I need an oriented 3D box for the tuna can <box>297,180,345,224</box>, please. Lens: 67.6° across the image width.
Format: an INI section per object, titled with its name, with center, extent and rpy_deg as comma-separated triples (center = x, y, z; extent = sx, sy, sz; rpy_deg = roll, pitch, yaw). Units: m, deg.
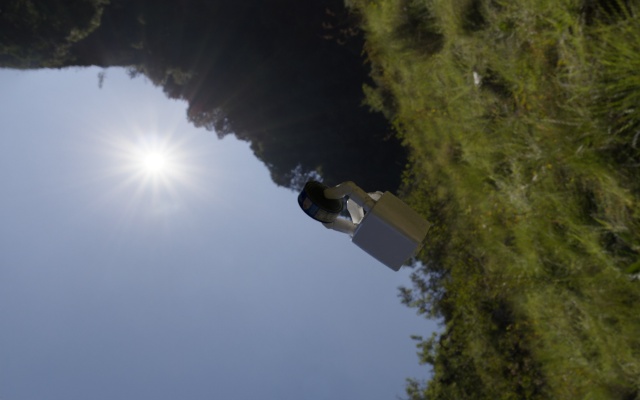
[tuna can]
center = 0.000, 0.003, 0.893
extent = 0.086, 0.034, 0.086
rpy_deg = 26, 29, -16
